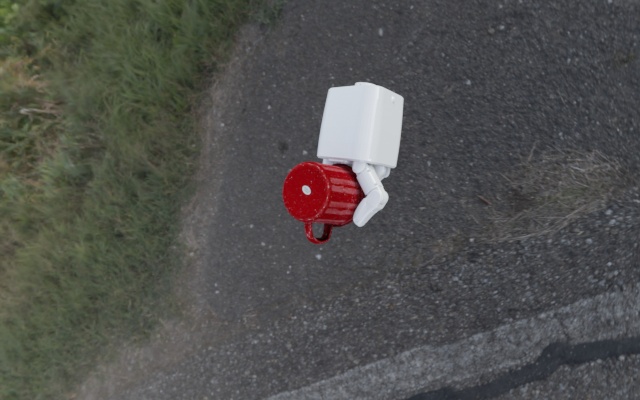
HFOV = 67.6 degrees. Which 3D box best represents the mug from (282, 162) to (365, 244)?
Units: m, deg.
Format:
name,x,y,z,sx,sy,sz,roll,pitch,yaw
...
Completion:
name,x,y,z,sx,sy,sz,roll,pitch,yaw
mug,0.000,0.004,0.663,0.093,0.117,0.081,9,2,35
